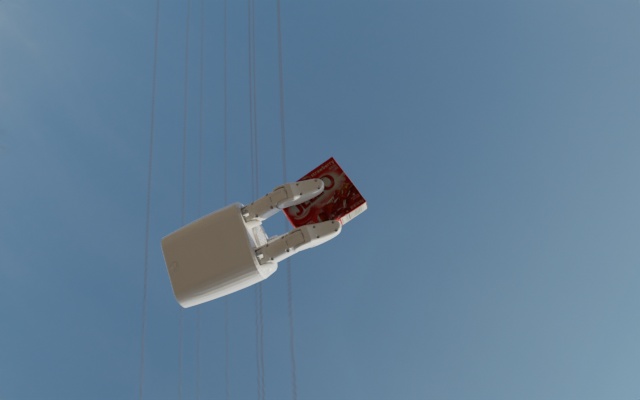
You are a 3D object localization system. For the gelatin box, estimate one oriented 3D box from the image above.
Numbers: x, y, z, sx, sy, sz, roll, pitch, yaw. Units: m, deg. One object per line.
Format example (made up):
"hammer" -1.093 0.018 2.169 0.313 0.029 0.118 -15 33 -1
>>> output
"gelatin box" 0.000 0.002 0.579 0.089 0.073 0.030 -34 -20 -5
